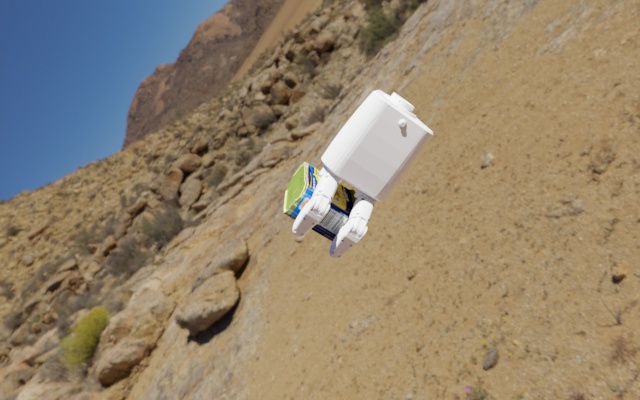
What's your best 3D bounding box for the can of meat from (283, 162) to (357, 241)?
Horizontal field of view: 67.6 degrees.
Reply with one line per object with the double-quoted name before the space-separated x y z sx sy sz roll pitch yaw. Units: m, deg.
"can of meat" 0.000 0.002 0.637 0.084 0.057 0.102 31 21 -16
